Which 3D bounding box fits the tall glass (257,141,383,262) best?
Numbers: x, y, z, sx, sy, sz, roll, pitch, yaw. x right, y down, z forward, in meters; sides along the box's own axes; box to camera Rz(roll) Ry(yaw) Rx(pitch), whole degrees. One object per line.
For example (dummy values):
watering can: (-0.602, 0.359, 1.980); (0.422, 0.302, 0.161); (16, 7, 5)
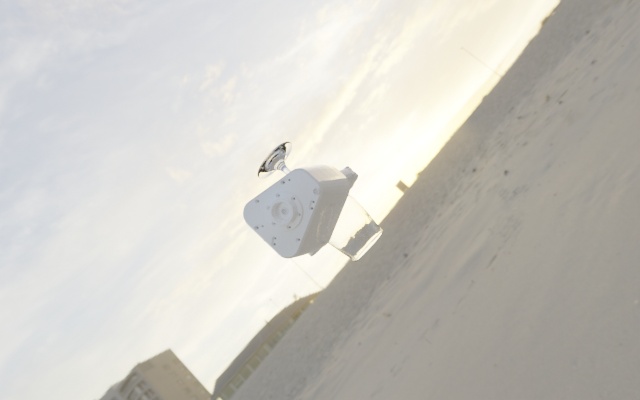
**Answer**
tall glass: (0.000, 0.002, 0.723); (0.201, 0.079, 0.079); (42, 11, 12)
